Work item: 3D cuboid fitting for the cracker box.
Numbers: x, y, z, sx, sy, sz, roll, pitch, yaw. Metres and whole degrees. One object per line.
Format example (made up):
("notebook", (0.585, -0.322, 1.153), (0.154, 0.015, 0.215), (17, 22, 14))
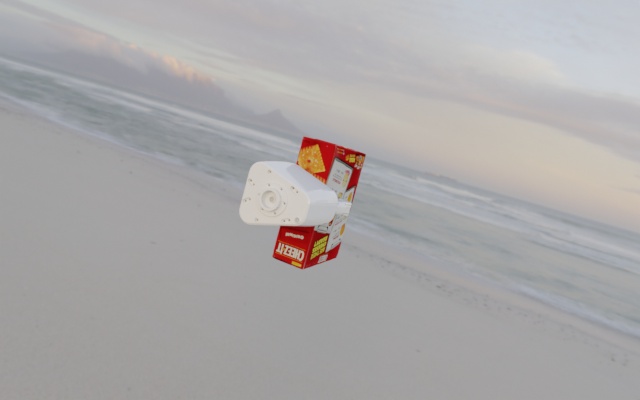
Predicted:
("cracker box", (0.000, 0.003, 0.858), (0.072, 0.214, 0.164), (19, 8, 21))
